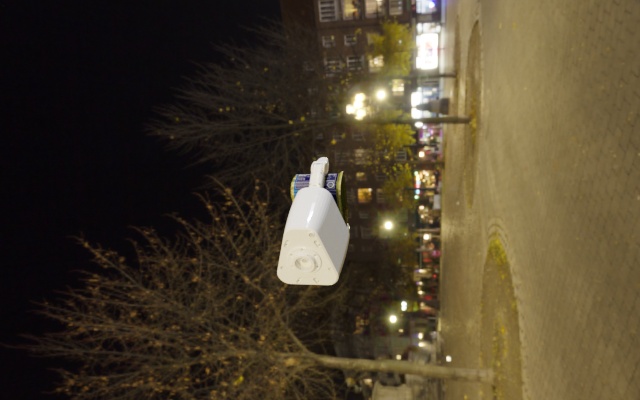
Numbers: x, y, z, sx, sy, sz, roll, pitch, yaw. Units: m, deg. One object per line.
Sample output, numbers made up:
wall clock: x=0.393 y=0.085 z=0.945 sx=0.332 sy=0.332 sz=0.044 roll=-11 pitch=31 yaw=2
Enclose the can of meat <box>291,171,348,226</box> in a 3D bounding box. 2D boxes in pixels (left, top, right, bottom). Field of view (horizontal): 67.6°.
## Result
can of meat: x=0.000 y=0.003 z=0.813 sx=0.084 sy=0.102 sz=0.057 roll=-1 pitch=35 yaw=11
